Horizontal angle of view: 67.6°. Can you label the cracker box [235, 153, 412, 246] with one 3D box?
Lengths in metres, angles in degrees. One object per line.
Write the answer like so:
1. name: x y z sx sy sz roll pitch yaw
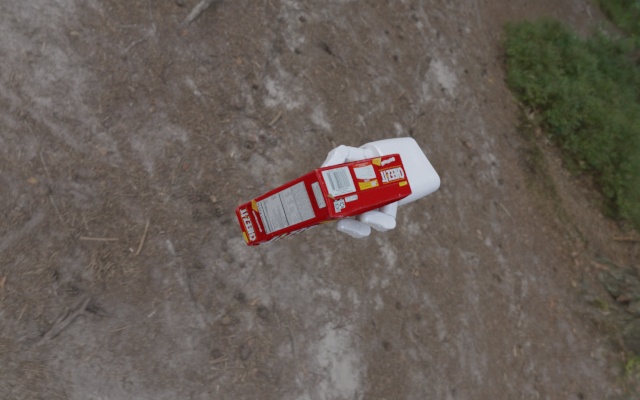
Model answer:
1. cracker box: 0.000 0.002 0.707 0.164 0.072 0.214 -15 -5 -41
